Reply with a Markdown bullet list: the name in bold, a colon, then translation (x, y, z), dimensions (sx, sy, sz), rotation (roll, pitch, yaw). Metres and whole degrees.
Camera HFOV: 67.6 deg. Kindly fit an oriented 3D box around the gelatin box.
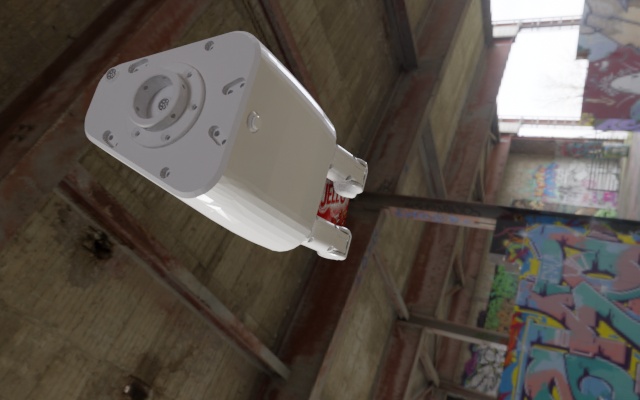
- **gelatin box**: translation (0.000, 0.001, 0.418), dimensions (0.030, 0.073, 0.089), rotation (9, 0, 21)
